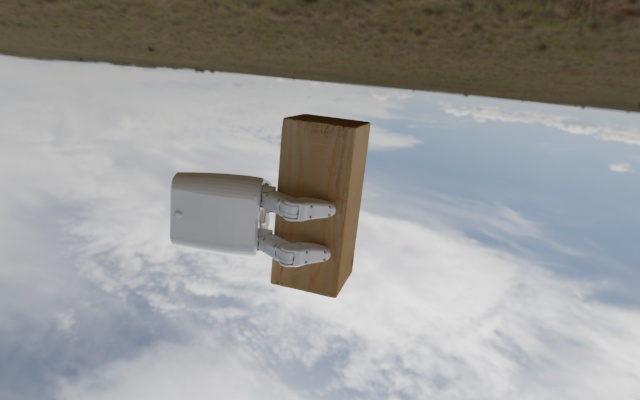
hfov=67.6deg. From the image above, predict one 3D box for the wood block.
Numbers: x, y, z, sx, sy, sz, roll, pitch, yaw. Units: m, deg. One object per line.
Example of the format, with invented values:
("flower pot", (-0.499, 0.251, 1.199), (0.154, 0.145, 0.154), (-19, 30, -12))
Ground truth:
("wood block", (0.000, 0.002, 0.599), (0.090, 0.206, 0.091), (10, 16, 14))
